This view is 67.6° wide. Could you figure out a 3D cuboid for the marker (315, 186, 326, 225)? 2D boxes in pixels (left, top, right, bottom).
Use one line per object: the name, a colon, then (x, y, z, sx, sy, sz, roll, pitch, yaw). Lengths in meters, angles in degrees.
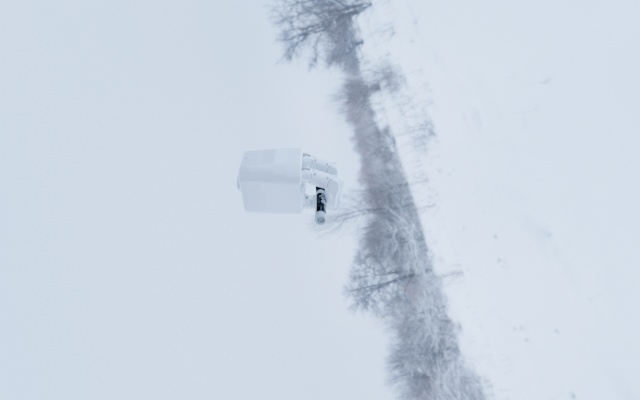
marker: (0.000, 0.003, 0.823, 0.020, 0.020, 0.121, 0, 30, 0)
